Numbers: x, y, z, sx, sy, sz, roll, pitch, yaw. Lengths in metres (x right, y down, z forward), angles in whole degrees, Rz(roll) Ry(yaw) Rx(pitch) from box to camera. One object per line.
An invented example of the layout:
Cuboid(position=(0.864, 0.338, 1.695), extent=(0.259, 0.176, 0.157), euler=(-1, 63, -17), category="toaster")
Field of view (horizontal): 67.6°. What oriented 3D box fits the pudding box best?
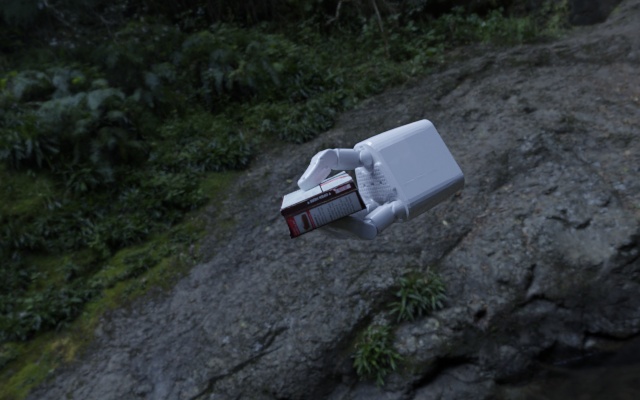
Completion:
Cuboid(position=(0.000, 0.002, 0.563), extent=(0.090, 0.039, 0.113), euler=(-23, 7, 1), category="pudding box")
